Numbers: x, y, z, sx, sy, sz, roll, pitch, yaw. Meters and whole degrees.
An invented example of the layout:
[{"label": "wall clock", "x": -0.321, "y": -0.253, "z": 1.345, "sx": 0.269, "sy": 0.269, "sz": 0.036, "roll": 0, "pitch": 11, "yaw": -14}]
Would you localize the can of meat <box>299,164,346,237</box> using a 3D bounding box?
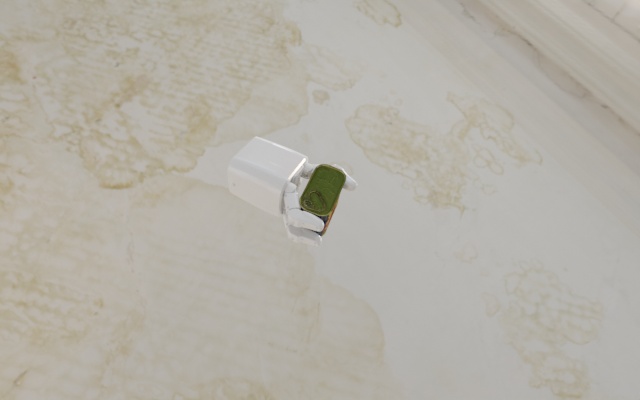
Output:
[{"label": "can of meat", "x": 0.000, "y": 0.003, "z": 0.828, "sx": 0.057, "sy": 0.102, "sz": 0.084, "roll": 21, "pitch": -33, "yaw": 6}]
